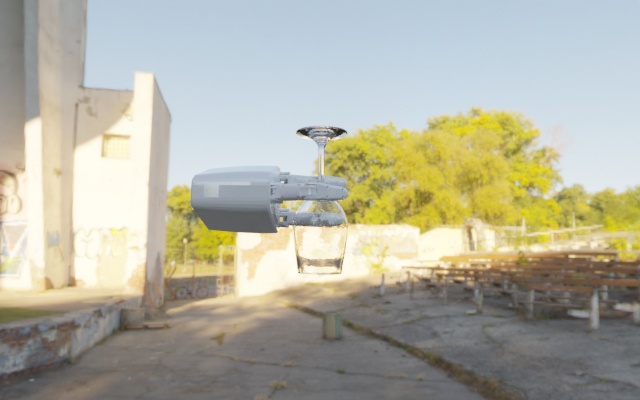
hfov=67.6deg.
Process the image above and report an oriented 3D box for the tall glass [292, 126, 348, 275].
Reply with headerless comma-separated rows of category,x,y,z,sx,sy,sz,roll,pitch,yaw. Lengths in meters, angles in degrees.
tall glass,0.000,0.002,0.670,0.079,0.201,0.079,1,-6,0
